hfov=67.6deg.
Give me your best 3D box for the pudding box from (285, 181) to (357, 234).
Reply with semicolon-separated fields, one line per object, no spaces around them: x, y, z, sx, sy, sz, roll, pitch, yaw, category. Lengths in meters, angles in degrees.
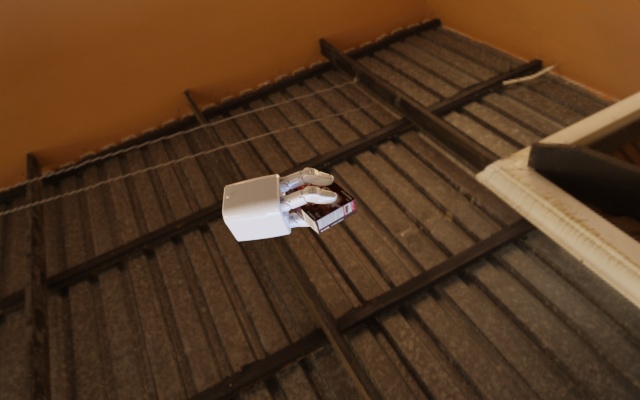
0.000;0.003;0.894;0.090;0.039;0.113;-30;45;-18;pudding box
